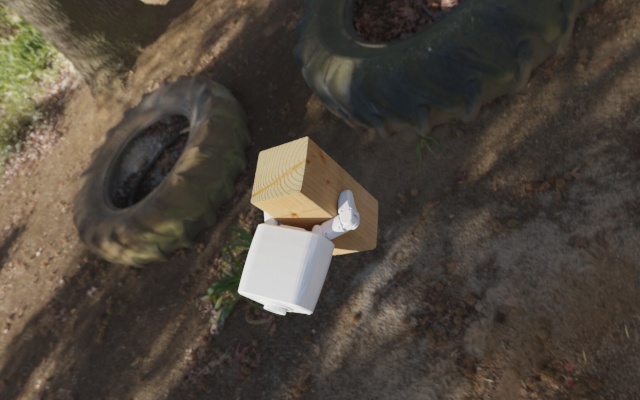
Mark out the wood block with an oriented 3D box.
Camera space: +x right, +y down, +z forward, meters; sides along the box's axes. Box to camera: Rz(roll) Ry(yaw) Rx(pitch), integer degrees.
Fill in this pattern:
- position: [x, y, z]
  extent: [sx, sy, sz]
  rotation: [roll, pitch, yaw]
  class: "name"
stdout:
- position: [0.000, 0.003, 0.733]
  extent: [0.091, 0.090, 0.206]
  rotation: [-12, -33, 32]
  class: "wood block"
